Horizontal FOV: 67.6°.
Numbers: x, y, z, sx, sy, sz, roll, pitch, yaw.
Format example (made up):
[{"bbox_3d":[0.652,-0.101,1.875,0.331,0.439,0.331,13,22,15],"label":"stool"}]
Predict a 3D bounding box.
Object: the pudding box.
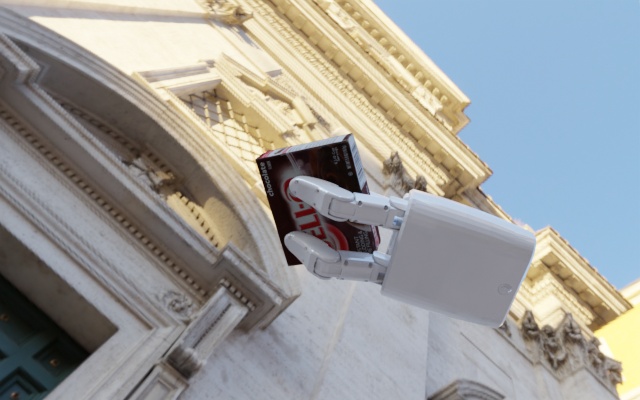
[{"bbox_3d":[0.000,0.001,0.445,0.090,0.113,0.039,-10,16,18],"label":"pudding box"}]
